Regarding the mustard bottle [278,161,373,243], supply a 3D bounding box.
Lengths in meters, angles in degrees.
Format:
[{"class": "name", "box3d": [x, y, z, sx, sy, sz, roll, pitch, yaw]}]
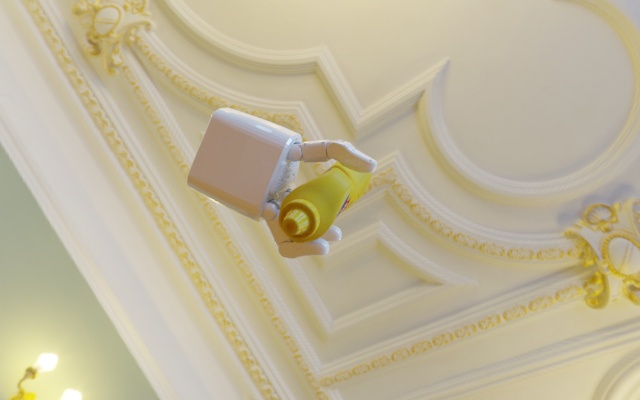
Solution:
[{"class": "mustard bottle", "box3d": [0.000, 0.002, 0.555, 0.096, 0.058, 0.191, -44, -3, 24]}]
